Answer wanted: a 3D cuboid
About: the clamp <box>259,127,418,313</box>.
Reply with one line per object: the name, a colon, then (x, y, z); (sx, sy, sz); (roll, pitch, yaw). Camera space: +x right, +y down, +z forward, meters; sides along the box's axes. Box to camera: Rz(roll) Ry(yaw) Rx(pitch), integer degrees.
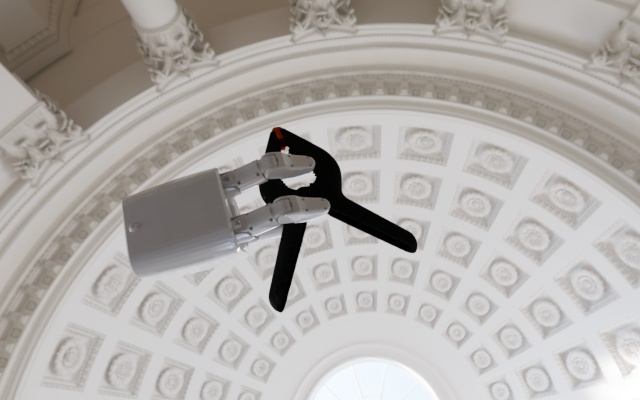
clamp: (0.000, 0.002, 0.530); (0.164, 0.210, 0.036); (-16, -26, -7)
